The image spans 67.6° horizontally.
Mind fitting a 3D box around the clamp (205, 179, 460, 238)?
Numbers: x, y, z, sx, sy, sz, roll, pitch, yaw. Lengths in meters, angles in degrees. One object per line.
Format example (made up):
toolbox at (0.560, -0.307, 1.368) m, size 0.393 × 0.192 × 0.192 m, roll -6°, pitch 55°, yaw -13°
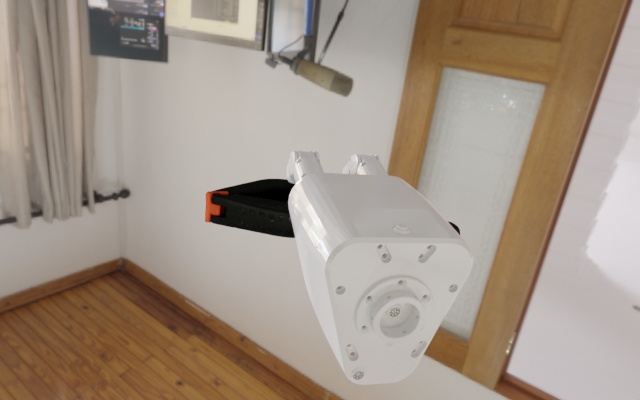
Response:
clamp at (0.000, 0.002, 0.446) m, size 0.210 × 0.036 × 0.164 m, roll 2°, pitch 20°, yaw -14°
